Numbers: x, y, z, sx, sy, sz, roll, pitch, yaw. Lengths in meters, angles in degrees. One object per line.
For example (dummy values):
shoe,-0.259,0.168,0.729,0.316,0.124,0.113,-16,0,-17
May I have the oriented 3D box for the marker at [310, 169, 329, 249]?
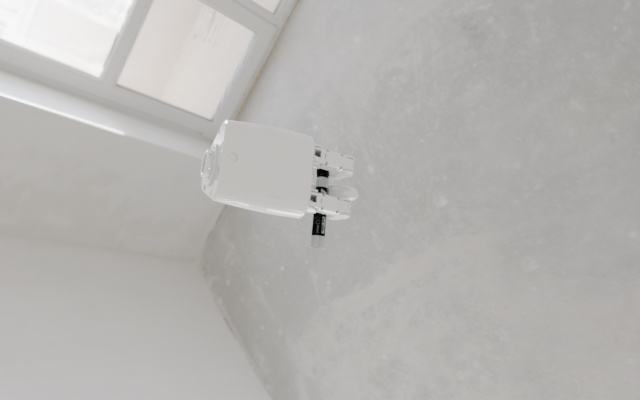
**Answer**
marker,0.000,0.002,0.620,0.020,0.121,0.020,4,-12,1
